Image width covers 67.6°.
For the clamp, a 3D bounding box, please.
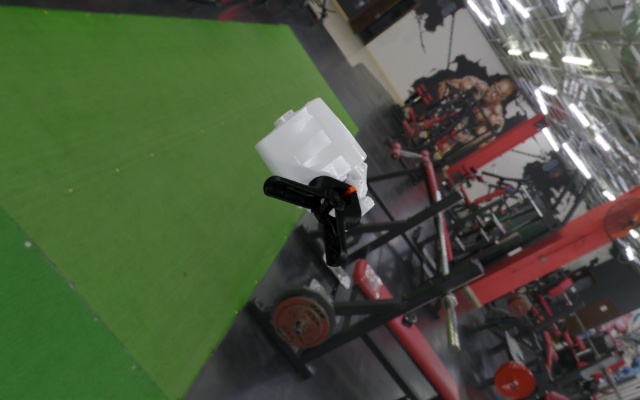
[{"bbox_3d":[0.001,0.002,0.566,0.039,0.120,0.171,-38,5,21],"label":"clamp"}]
